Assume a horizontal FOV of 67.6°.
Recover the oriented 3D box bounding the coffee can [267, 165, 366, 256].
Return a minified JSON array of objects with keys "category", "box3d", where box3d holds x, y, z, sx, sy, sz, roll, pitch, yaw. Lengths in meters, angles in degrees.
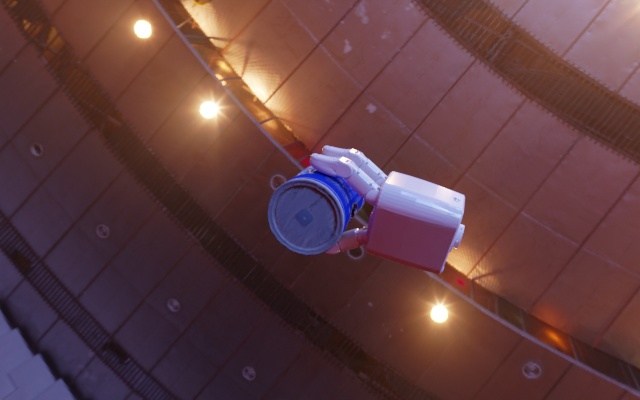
[{"category":"coffee can","box3d":[0.000,0.002,0.666,0.103,0.103,0.140,0,17,18]}]
